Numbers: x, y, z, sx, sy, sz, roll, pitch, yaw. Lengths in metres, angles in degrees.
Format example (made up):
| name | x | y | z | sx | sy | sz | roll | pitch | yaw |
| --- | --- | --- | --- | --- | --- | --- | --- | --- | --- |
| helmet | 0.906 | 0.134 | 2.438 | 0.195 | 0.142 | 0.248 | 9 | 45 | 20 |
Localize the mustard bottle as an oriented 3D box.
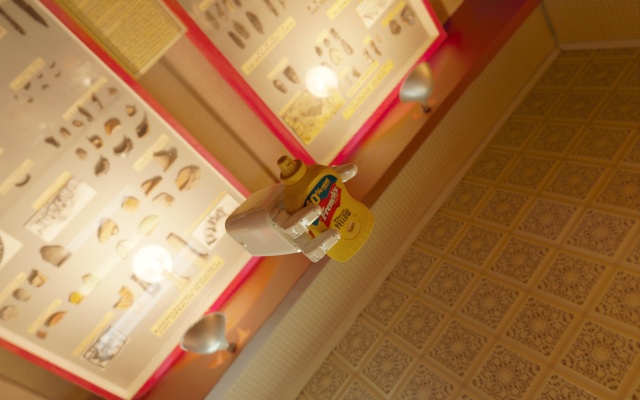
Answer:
| name | x | y | z | sx | sy | sz | roll | pitch | yaw |
| --- | --- | --- | --- | --- | --- | --- | --- | --- | --- |
| mustard bottle | 0.000 | 0.003 | 0.719 | 0.192 | 0.096 | 0.058 | 47 | -17 | -31 |
